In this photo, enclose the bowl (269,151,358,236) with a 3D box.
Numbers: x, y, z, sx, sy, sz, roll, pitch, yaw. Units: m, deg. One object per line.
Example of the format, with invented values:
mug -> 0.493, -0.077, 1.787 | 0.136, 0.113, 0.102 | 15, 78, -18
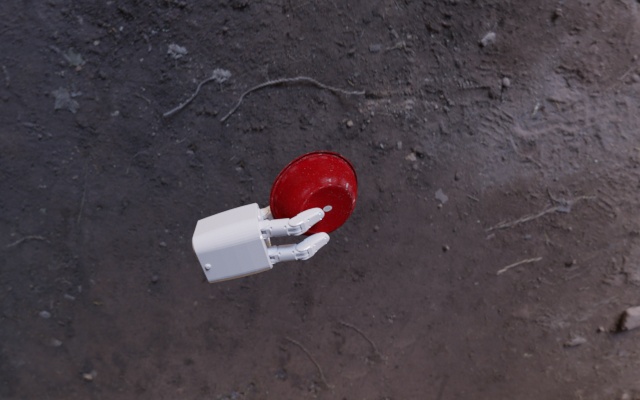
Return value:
bowl -> 0.001, 0.002, 0.787 | 0.162, 0.162, 0.055 | 0, 29, -26
